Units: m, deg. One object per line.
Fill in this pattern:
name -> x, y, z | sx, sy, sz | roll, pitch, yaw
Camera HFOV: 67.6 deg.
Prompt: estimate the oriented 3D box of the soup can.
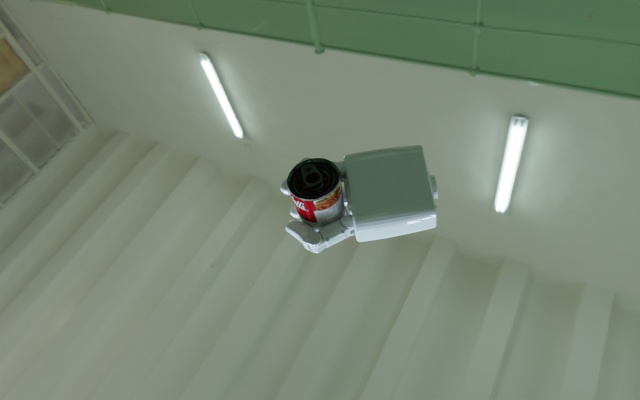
soup can -> 0.000, 0.002, 0.635 | 0.068, 0.068, 0.102 | 0, -37, 13
